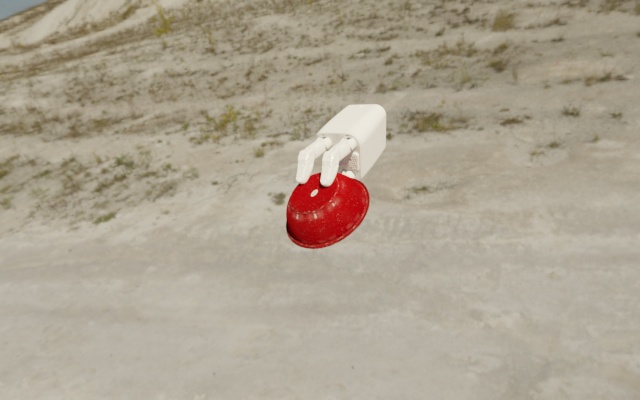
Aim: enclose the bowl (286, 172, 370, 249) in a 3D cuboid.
[{"bbox_3d":[0.000,0.003,0.818,0.162,0.162,0.055,0,-39,34],"label":"bowl"}]
